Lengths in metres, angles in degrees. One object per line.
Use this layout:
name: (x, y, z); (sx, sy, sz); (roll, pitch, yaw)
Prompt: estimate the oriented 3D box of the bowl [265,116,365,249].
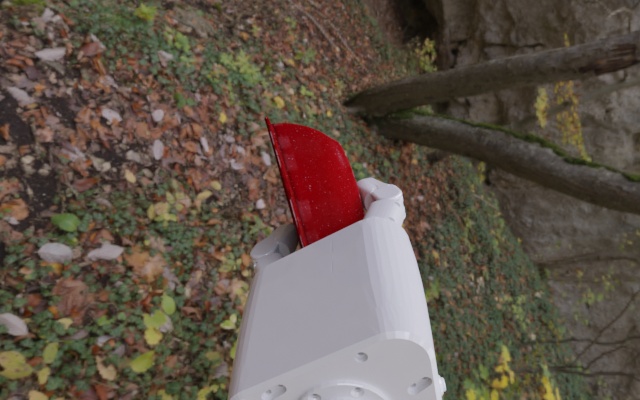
bowl: (0.000, 0.000, 0.406); (0.055, 0.162, 0.162); (-16, 1, -4)
